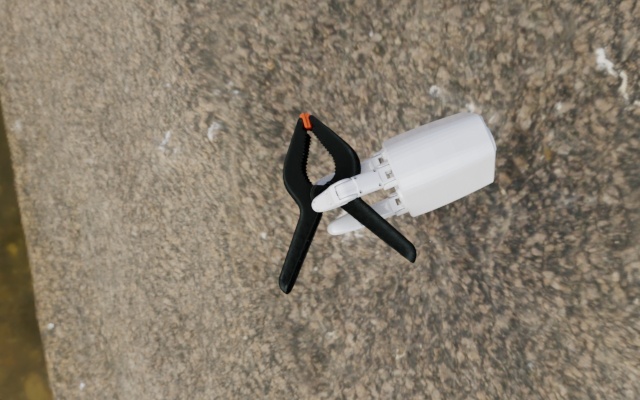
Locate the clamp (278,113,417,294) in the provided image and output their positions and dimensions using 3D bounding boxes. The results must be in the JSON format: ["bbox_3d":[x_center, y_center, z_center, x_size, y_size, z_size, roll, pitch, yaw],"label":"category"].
[{"bbox_3d":[0.000,0.001,0.565,0.164,0.210,0.036,-22,-9,9],"label":"clamp"}]
